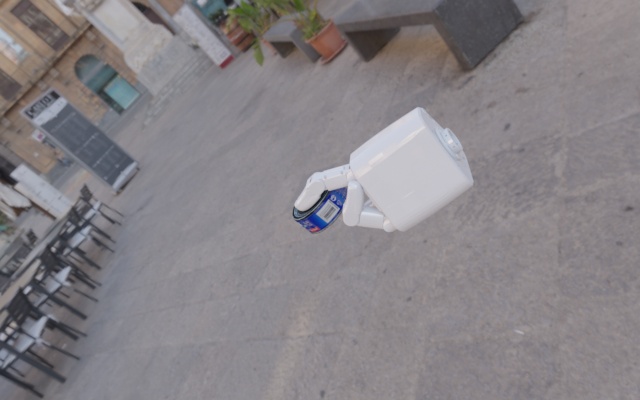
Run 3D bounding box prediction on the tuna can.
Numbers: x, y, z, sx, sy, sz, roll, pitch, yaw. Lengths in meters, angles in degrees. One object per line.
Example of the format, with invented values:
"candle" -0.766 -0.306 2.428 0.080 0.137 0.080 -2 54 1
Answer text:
"tuna can" 0.000 0.002 0.662 0.034 0.086 0.086 39 -17 -22
